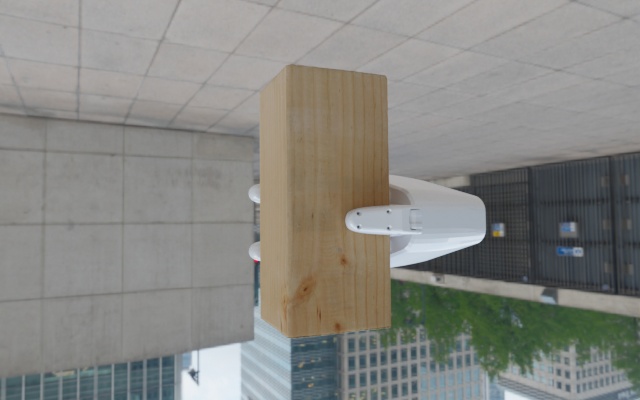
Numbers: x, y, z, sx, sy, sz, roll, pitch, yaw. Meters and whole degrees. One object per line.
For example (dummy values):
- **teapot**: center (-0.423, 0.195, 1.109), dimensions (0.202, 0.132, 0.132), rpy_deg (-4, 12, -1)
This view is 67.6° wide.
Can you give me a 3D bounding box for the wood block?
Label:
- **wood block**: center (0.001, 0.001, 0.411), dimensions (0.090, 0.206, 0.091), rpy_deg (0, -3, -22)
